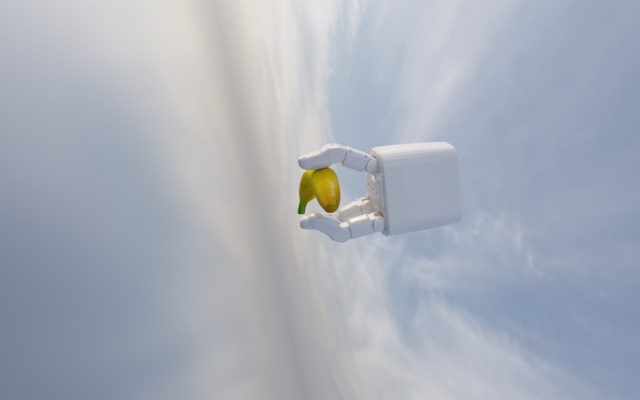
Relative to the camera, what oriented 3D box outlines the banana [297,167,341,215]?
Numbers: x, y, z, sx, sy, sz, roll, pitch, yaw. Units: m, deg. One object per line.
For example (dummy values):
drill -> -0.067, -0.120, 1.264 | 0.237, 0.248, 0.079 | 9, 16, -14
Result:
banana -> -0.001, -0.016, 0.644 | 0.037, 0.069, 0.198 | -2, -2, -11
